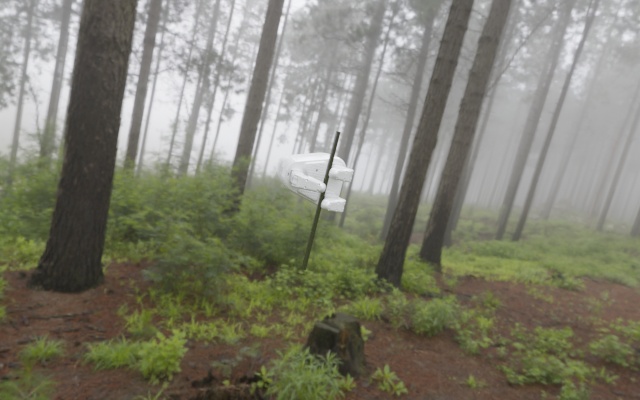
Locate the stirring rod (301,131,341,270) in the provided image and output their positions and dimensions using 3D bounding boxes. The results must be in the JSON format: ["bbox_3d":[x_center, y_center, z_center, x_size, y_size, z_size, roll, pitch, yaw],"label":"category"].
[{"bbox_3d":[0.000,0.003,0.798,0.011,0.239,0.011,14,9,-2],"label":"stirring rod"}]
